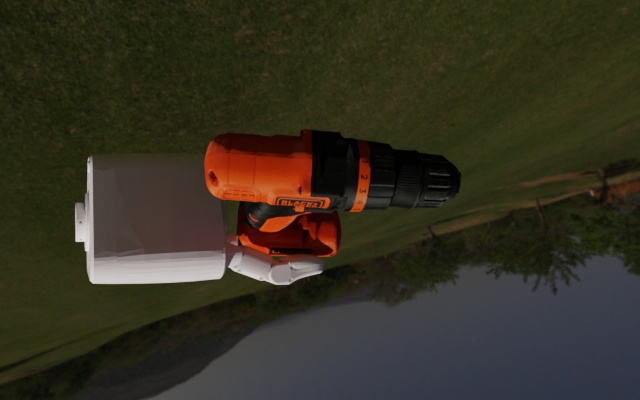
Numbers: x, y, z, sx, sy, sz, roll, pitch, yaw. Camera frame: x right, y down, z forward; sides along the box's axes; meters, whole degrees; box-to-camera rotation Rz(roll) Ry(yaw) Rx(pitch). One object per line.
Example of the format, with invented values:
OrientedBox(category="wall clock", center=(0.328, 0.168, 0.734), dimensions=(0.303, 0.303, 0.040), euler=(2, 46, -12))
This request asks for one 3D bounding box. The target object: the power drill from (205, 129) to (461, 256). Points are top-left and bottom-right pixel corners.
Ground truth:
OrientedBox(category="power drill", center=(0.000, 0.002, 0.406), dimensions=(0.184, 0.057, 0.188), euler=(5, -21, -9))
